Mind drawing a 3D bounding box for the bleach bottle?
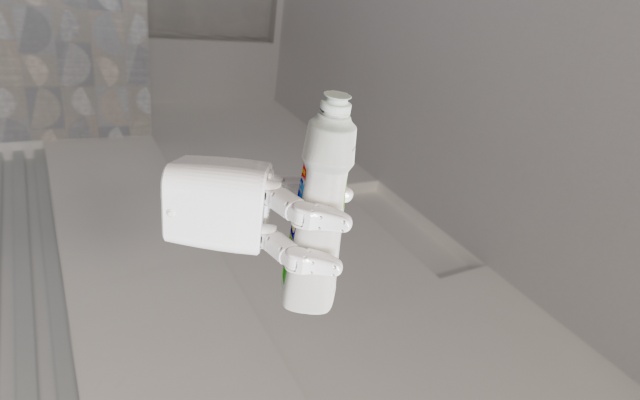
[{"bbox_3d":[0.000,0.002,0.533,0.068,0.251,0.102,7,28,-3],"label":"bleach bottle"}]
